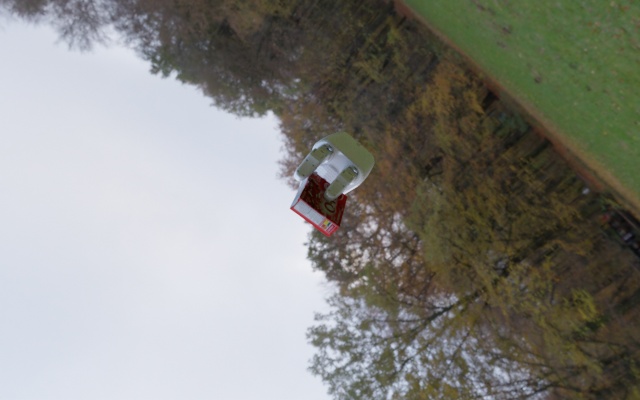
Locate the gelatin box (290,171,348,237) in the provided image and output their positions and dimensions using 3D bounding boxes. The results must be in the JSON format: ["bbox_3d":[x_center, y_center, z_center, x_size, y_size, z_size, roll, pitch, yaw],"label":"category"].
[{"bbox_3d":[0.000,0.003,0.717,0.073,0.030,0.089,37,32,-10],"label":"gelatin box"}]
